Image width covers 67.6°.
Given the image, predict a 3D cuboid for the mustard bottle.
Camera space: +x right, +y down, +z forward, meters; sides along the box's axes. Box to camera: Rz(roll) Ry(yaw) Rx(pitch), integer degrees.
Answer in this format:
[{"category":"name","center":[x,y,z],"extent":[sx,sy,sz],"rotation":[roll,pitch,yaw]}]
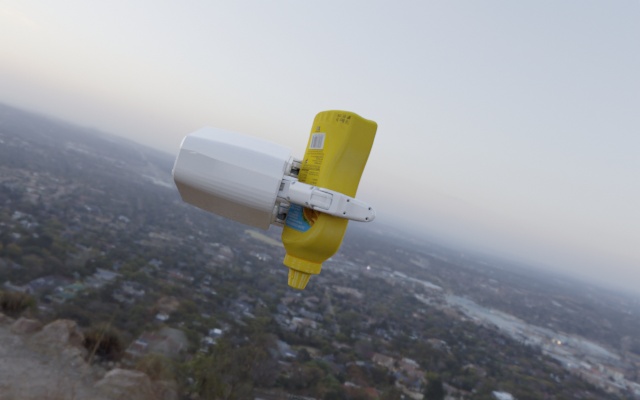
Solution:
[{"category":"mustard bottle","center":[0.000,0.002,0.516],"extent":[0.058,0.191,0.096],"rotation":[18,-1,-28]}]
